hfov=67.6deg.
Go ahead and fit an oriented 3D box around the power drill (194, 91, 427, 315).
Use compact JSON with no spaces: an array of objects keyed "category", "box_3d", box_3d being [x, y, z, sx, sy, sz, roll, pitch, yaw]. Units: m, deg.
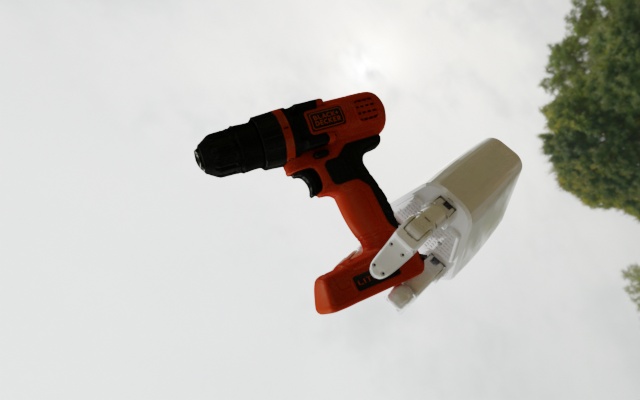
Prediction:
[{"category":"power drill","box_3d":[0.000,0.002,0.430,0.184,0.187,0.057,-19,-5,-18]}]
